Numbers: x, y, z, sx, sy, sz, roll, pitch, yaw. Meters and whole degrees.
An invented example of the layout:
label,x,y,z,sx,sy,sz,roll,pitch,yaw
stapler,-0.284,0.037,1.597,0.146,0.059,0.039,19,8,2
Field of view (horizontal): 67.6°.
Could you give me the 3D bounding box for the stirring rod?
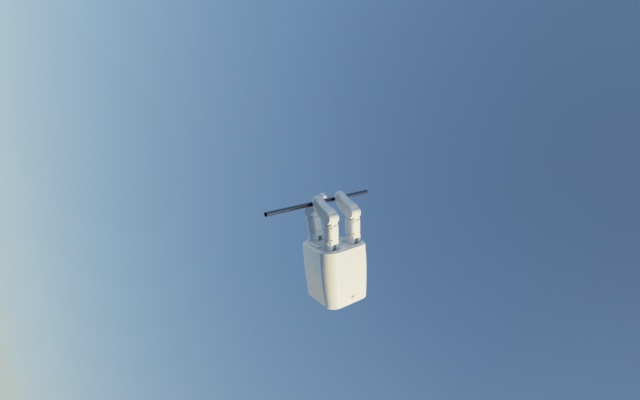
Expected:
label,x,y,z,sx,sy,sz,roll,pitch,yaw
stirring rod,0.000,0.003,0.852,0.239,0.011,0.011,-13,8,-40
